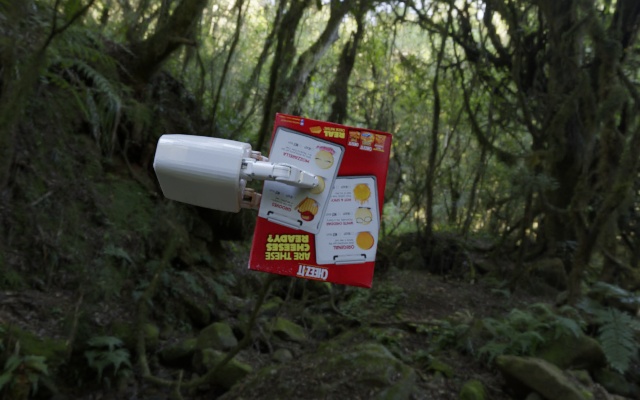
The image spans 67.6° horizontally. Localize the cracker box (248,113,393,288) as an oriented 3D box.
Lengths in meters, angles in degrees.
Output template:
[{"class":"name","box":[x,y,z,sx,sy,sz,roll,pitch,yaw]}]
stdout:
[{"class":"cracker box","box":[0.000,0.002,0.659,0.164,0.213,0.072,10,-9,-3]}]
